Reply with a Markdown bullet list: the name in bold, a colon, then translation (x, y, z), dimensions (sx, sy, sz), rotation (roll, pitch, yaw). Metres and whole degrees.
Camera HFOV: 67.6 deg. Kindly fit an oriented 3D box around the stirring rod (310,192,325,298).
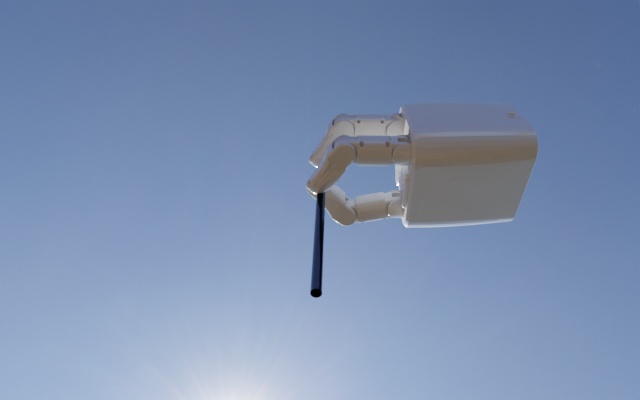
- **stirring rod**: translation (0.000, 0.001, 0.422), dimensions (0.011, 0.011, 0.239), rotation (0, 30, 2)
